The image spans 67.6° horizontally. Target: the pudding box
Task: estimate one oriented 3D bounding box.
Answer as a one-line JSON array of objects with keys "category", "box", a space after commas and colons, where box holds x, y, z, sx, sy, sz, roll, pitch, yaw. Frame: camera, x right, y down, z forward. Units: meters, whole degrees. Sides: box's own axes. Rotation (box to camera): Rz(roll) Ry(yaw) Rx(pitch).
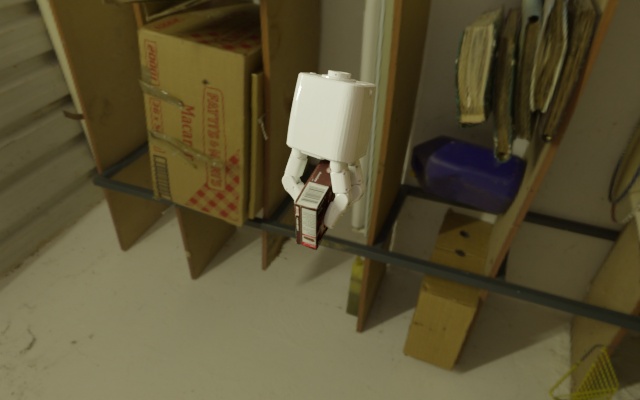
[{"category": "pudding box", "box": [0.000, 0.002, 0.711, 0.039, 0.090, 0.113, 17, 47, 17]}]
